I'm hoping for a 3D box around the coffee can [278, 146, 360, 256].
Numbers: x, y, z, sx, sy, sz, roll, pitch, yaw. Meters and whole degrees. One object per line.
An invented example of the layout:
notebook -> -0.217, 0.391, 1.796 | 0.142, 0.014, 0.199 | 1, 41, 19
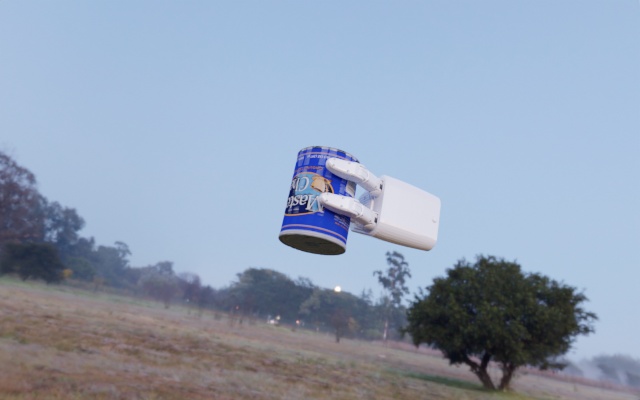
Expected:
coffee can -> 0.000, 0.002, 0.731 | 0.103, 0.140, 0.103 | 10, -20, 4
